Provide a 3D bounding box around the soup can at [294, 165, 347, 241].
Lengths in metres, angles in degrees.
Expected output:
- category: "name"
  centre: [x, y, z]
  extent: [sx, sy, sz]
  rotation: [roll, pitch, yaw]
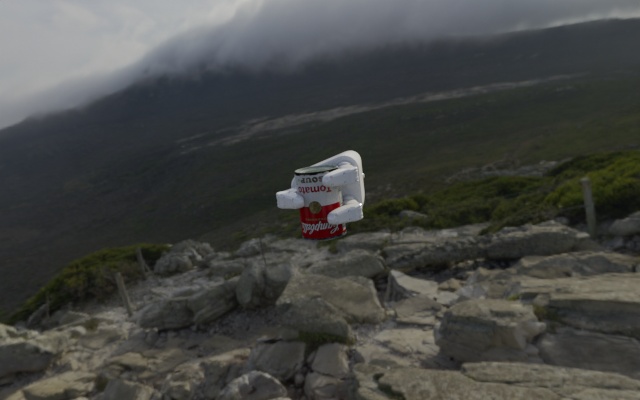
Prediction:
- category: "soup can"
  centre: [0.000, 0.002, 0.713]
  extent: [0.068, 0.102, 0.068]
  rotation: [-7, 12, 1]
